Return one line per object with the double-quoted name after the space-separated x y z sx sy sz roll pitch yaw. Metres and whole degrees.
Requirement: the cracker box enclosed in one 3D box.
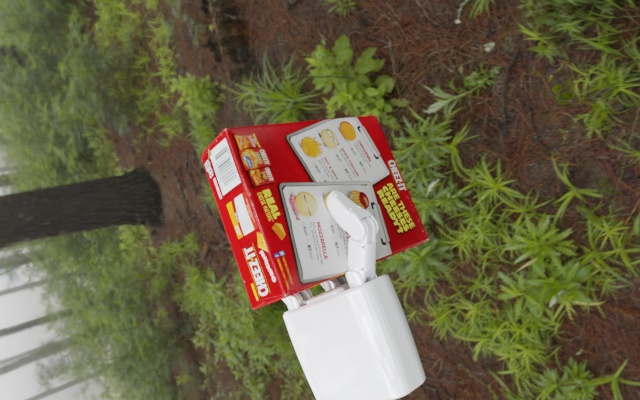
0.000 0.002 0.511 0.213 0.164 0.072 -14 -12 -42 "cracker box"
